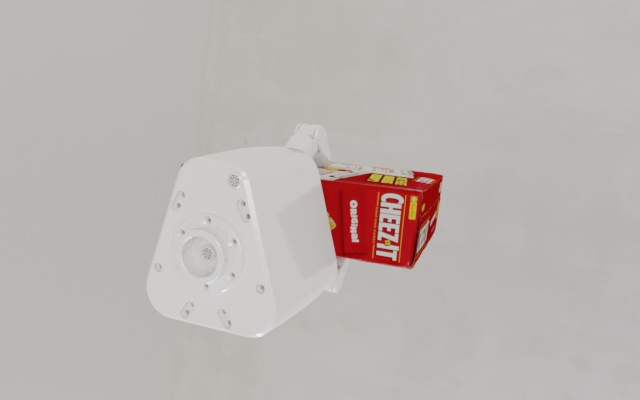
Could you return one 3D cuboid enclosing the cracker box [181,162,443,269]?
[{"bbox_3d":[0.000,0.001,0.465,0.213,0.072,0.164,8,10,19],"label":"cracker box"}]
